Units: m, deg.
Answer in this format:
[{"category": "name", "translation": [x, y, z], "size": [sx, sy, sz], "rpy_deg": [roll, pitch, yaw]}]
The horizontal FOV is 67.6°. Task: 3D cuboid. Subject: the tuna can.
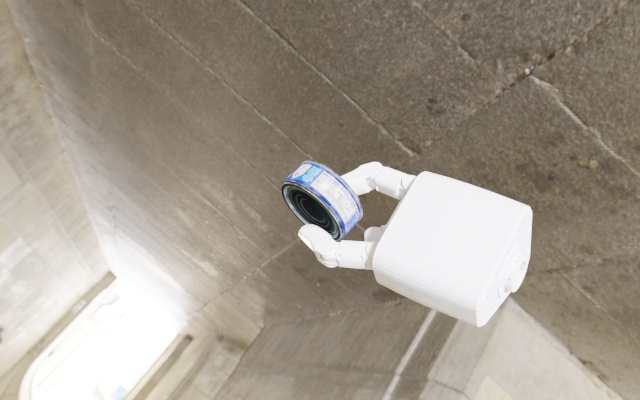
[{"category": "tuna can", "translation": [0.000, 0.002, 0.496], "size": [0.033, 0.086, 0.086], "rpy_deg": [-46, 22, -23]}]
